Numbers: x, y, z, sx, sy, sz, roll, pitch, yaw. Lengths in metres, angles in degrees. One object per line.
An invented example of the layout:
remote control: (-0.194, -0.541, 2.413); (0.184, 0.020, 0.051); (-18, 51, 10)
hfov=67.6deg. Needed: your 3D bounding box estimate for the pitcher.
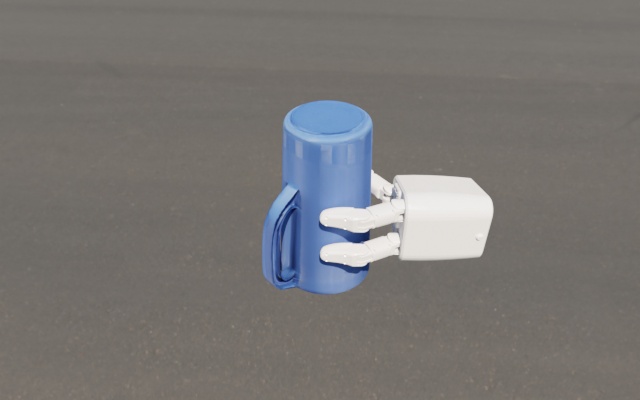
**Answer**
pitcher: (0.000, 0.002, 0.632); (0.145, 0.243, 0.149); (2, 36, 2)
